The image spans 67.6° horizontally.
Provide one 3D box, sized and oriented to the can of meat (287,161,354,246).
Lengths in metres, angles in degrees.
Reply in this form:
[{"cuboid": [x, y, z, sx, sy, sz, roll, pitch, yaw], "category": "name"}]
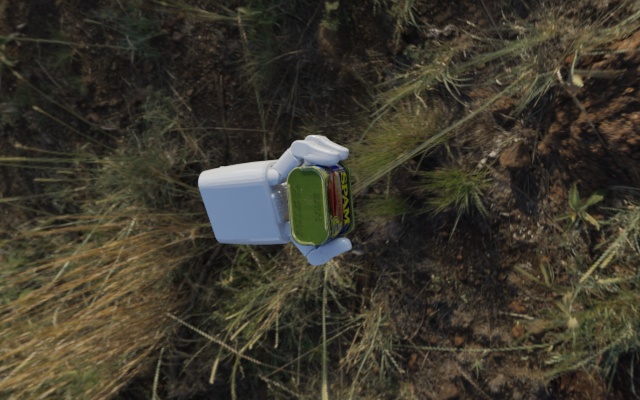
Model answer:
[{"cuboid": [0.000, 0.002, 0.606, 0.057, 0.102, 0.084, -2, 7, 24], "category": "can of meat"}]
